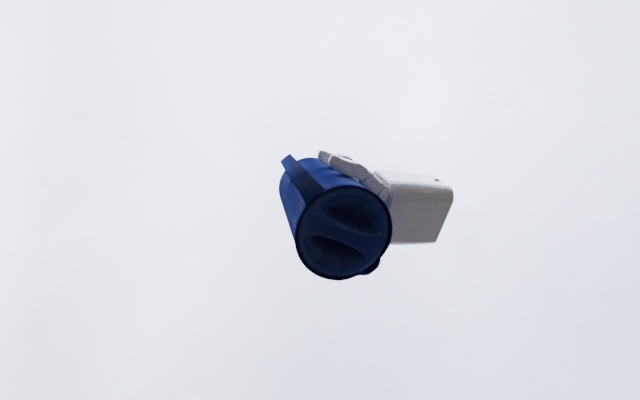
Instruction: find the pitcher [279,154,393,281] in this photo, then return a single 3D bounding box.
[{"bbox_3d":[0.000,0.002,0.724,0.145,0.149,0.242,3,17,-15],"label":"pitcher"}]
